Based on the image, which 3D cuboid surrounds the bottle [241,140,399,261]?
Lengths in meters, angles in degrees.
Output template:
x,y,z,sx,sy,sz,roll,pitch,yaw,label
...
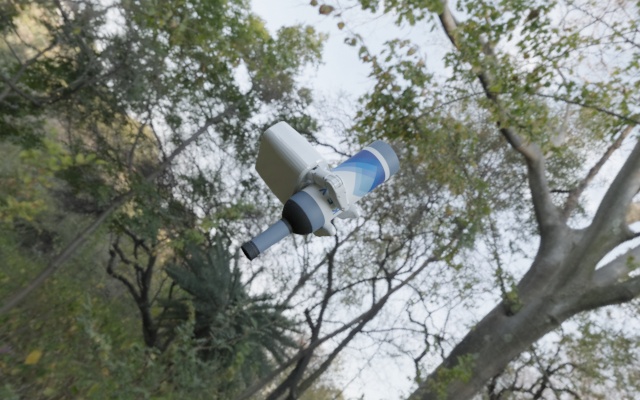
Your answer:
x,y,z,sx,sy,sz,roll,pitch,yaw,label
0.000,0.002,0.772,0.295,0.069,0.069,-35,14,-21,bottle
